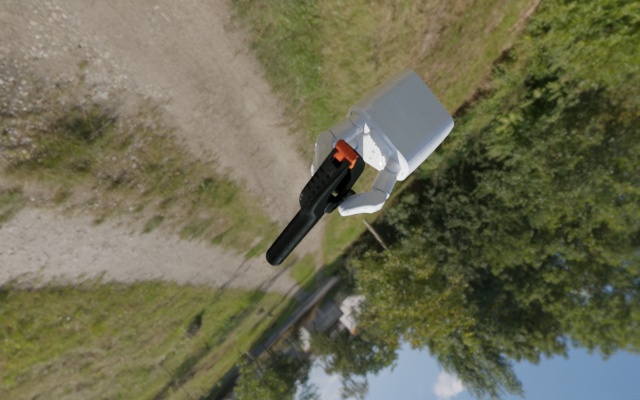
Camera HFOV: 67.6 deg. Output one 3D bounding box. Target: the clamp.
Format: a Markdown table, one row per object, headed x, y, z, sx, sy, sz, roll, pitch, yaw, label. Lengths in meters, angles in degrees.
| x | y | z | sx | sy | sz | roll | pitch | yaw | label |
| --- | --- | --- | --- | --- | --- | --- | --- | --- | --- |
| 0.001 | 0.002 | 0.582 | 0.164 | 0.036 | 0.210 | -40 | -13 | -21 | clamp |
